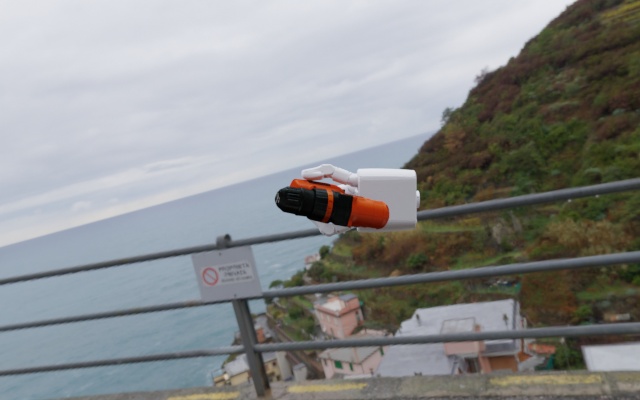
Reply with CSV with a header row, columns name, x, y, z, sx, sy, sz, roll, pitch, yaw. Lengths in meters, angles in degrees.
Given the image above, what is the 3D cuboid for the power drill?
name,x,y,z,sx,sy,sz,roll,pitch,yaw
power drill,0.000,0.003,0.800,0.184,0.057,0.187,12,6,-18
